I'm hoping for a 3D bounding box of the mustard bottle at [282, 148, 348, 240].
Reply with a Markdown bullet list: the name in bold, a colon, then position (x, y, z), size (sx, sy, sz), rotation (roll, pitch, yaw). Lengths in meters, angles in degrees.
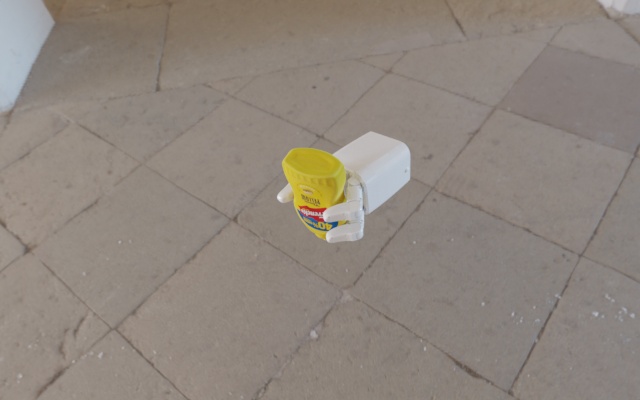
- **mustard bottle**: position (0.000, 0.003, 0.780), size (0.096, 0.058, 0.192), rotation (17, -35, 22)
